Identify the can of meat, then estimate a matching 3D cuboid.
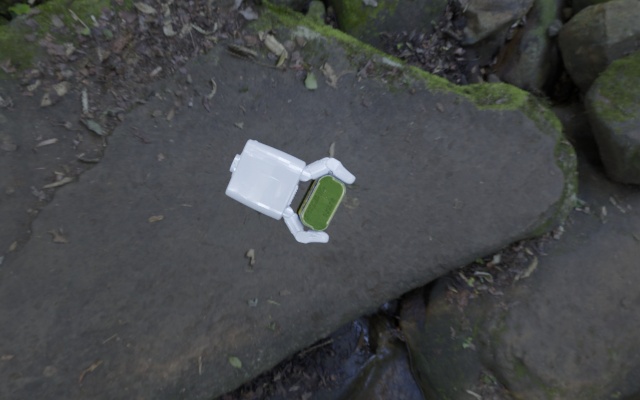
[{"bbox_3d":[0.000,0.003,0.849,0.057,0.102,0.084,28,0,-7],"label":"can of meat"}]
